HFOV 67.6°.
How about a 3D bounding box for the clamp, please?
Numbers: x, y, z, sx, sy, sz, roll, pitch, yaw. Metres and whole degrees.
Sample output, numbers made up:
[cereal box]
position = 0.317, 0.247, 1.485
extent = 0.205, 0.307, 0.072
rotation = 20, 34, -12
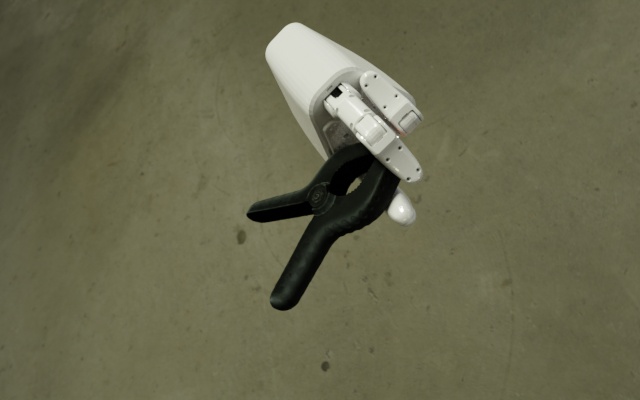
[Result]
[clamp]
position = 0.000, 0.001, 0.421
extent = 0.039, 0.171, 0.120
rotation = 35, 14, -49
